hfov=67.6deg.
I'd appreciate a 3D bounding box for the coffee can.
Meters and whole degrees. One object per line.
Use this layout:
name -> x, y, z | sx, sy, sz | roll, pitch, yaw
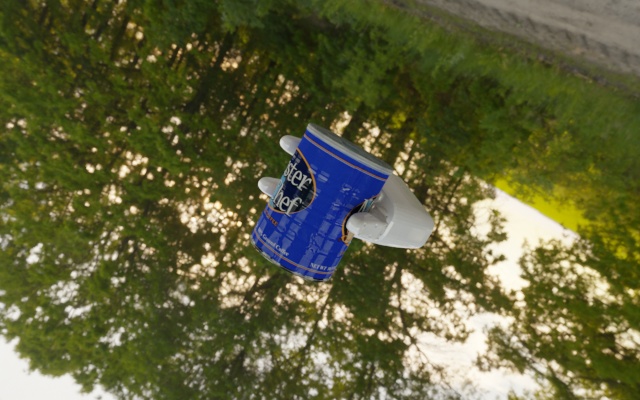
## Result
coffee can -> 0.000, 0.002, 0.519 | 0.103, 0.140, 0.102 | 28, 11, -6
